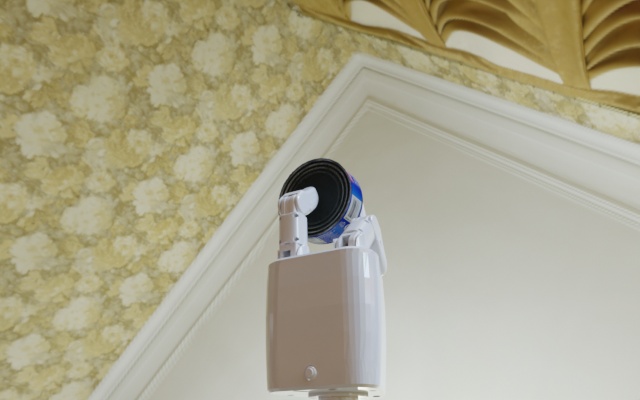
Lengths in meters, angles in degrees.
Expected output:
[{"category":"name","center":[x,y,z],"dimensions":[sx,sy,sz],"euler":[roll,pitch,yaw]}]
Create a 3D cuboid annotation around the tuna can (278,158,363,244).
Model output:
[{"category":"tuna can","center":[0.000,0.002,0.497],"dimensions":[0.086,0.086,0.034],"euler":[0,-21,32]}]
